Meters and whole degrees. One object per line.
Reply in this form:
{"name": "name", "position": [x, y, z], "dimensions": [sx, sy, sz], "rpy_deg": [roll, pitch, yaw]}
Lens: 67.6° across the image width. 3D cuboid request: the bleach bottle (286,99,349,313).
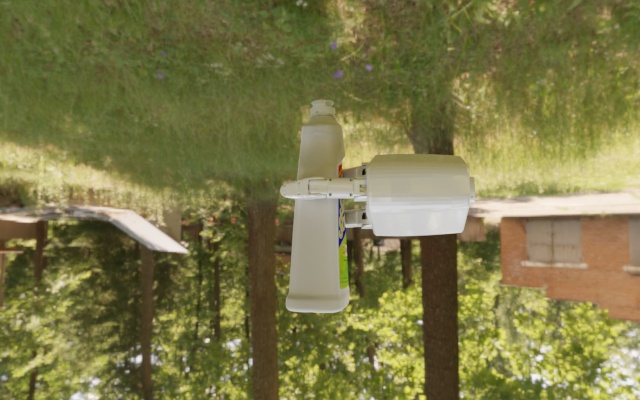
{"name": "bleach bottle", "position": [0.000, 0.002, 0.577], "dimensions": [0.068, 0.251, 0.102], "rpy_deg": [-1, -5, 11]}
